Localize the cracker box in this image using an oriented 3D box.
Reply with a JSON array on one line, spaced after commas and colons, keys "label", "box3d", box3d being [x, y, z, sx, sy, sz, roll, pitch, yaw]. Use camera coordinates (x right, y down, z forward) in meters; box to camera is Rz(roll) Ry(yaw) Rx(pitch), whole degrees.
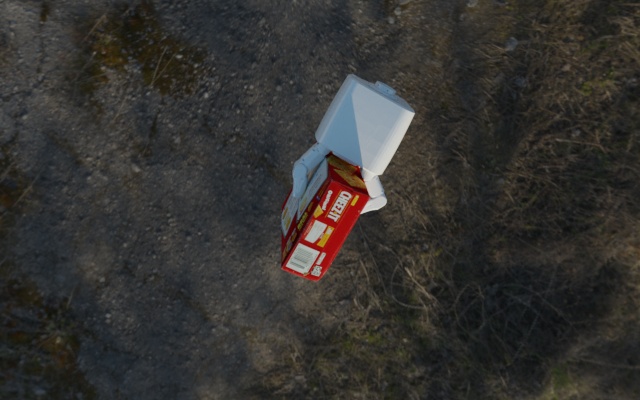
[{"label": "cracker box", "box3d": [0.000, 0.003, 0.776, 0.072, 0.164, 0.213, 24, 22, -14]}]
